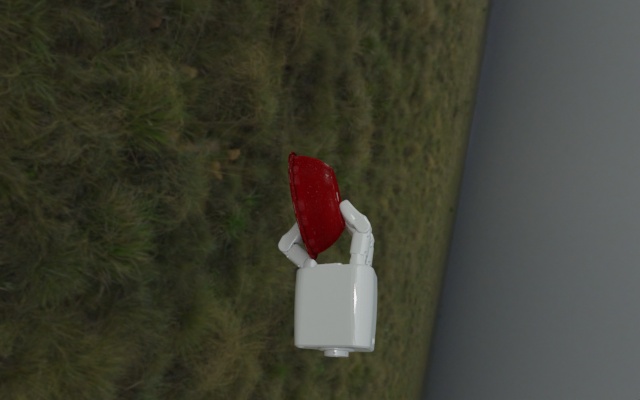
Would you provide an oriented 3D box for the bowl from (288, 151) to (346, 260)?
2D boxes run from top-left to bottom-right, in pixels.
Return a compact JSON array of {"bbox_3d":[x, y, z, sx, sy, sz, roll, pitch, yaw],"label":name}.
[{"bbox_3d":[0.000,0.001,0.695,0.055,0.162,0.162,-12,-2,7],"label":"bowl"}]
